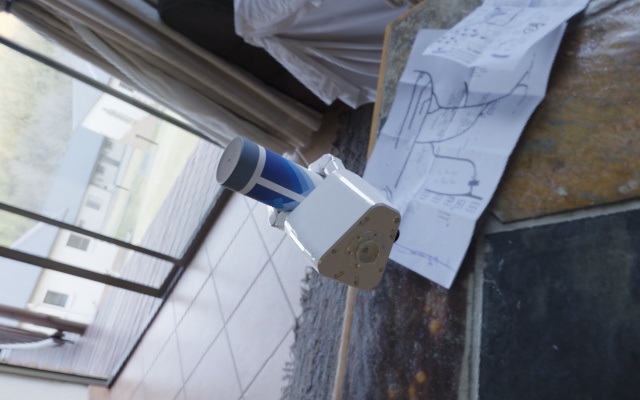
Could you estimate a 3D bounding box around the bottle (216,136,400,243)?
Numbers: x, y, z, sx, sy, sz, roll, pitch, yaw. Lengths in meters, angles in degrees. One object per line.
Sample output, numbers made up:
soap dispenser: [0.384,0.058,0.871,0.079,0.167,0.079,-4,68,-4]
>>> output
bottle: [0.000,0.002,0.670,0.296,0.069,0.069,25,-13,-31]
